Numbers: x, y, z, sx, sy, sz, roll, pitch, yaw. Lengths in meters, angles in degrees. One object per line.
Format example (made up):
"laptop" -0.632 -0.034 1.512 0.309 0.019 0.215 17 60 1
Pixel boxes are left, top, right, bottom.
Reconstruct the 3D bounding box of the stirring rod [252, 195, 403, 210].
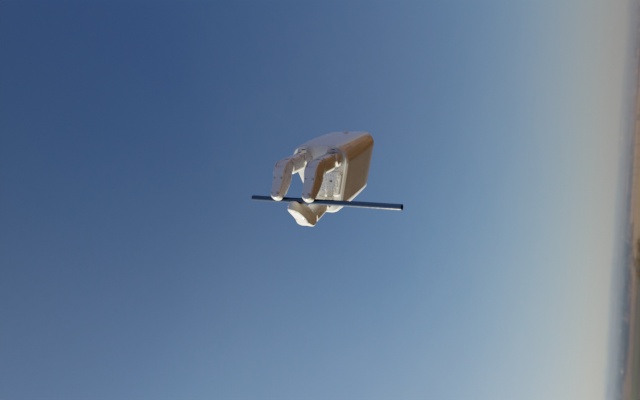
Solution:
"stirring rod" 0.000 0.002 0.662 0.239 0.011 0.011 4 2 32
